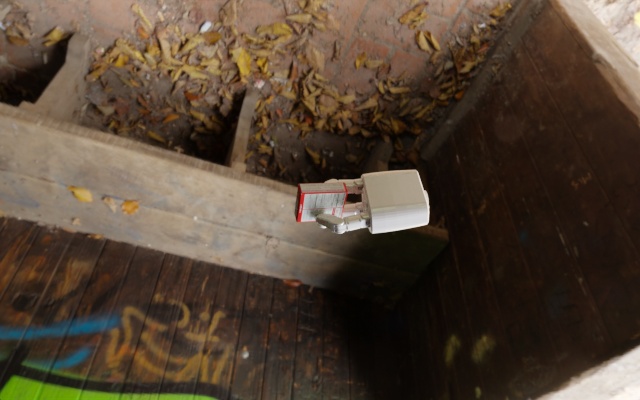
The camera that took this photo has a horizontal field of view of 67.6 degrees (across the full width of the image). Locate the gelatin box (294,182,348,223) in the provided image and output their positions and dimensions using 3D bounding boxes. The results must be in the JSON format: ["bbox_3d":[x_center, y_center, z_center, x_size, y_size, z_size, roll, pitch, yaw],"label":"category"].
[{"bbox_3d":[0.000,0.003,0.872,0.089,0.073,0.030,-3,44,-14],"label":"gelatin box"}]
